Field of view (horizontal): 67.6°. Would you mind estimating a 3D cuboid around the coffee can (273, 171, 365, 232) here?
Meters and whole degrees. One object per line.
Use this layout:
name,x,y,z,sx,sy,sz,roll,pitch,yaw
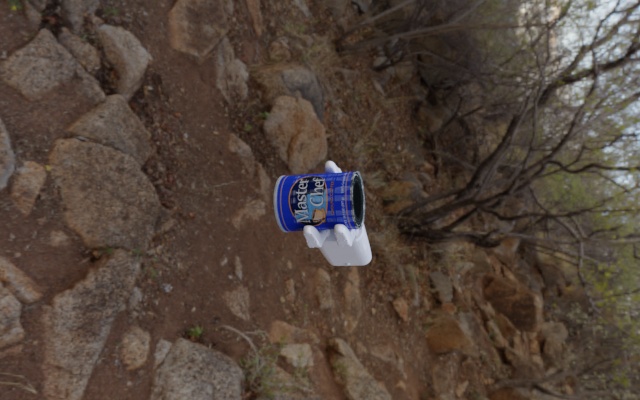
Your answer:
coffee can,0.000,0.003,0.846,0.140,0.103,0.103,-3,-1,17
